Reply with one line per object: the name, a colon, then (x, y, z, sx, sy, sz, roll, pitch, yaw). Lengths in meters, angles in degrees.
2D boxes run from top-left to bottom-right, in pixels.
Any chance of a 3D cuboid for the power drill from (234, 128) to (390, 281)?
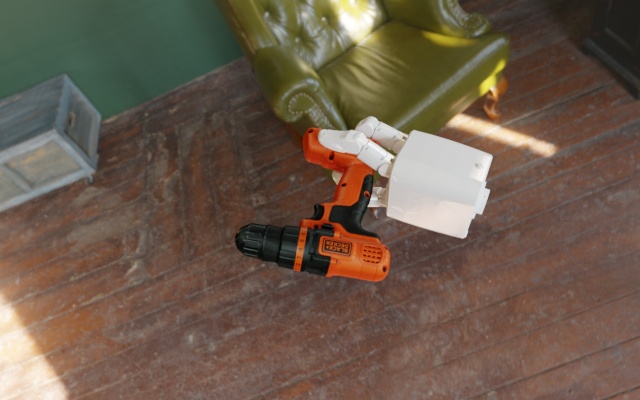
power drill: (0.000, 0.002, 0.596, 0.184, 0.187, 0.057, 11, -27, -3)
